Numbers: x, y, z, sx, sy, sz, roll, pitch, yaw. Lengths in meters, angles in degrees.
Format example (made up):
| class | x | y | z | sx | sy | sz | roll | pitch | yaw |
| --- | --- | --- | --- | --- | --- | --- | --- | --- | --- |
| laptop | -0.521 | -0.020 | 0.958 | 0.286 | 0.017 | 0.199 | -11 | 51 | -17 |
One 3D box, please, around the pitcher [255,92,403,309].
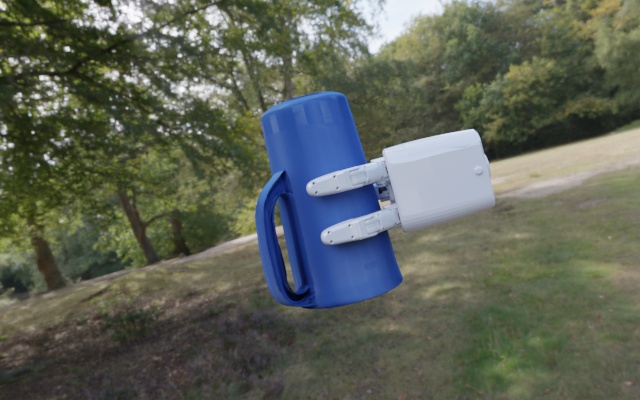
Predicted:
| class | x | y | z | sx | sy | sz | roll | pitch | yaw |
| --- | --- | --- | --- | --- | --- | --- | --- | --- | --- |
| pitcher | 0.000 | 0.002 | 0.573 | 0.145 | 0.243 | 0.149 | -14 | 2 | 7 |
